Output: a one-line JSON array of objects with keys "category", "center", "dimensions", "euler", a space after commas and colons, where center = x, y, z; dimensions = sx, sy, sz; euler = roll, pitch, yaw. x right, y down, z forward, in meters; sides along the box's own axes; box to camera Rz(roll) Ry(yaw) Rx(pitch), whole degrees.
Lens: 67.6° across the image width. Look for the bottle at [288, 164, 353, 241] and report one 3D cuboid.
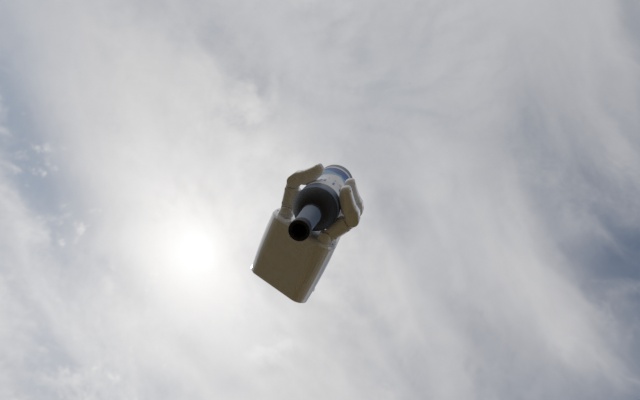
[{"category": "bottle", "center": [0.000, 0.002, 0.717], "dimensions": [0.069, 0.069, 0.295], "euler": [0, 14, 11]}]
